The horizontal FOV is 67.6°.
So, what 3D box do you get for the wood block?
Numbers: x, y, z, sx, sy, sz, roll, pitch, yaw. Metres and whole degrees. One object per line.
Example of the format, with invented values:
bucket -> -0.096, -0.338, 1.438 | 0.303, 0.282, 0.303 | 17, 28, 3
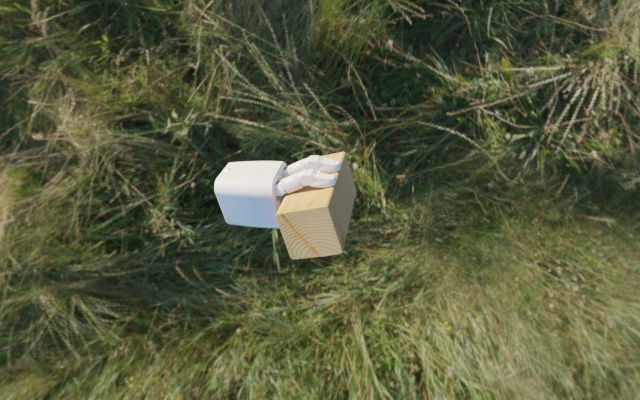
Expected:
wood block -> 0.000, 0.003, 0.834 | 0.090, 0.091, 0.206 | -9, 27, 16
